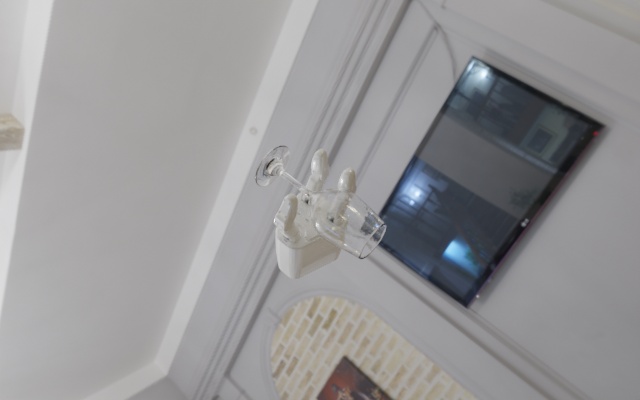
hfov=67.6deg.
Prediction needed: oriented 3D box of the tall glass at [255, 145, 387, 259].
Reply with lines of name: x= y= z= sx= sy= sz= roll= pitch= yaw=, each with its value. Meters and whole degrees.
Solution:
tall glass: x=0.000 y=0.002 z=0.700 sx=0.201 sy=0.079 sz=0.079 roll=37 pitch=16 yaw=22
